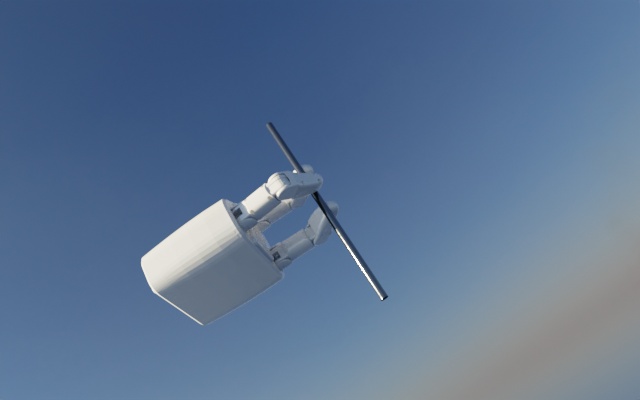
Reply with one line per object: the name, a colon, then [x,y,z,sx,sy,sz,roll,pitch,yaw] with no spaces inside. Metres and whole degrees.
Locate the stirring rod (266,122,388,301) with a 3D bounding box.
stirring rod: [0.000,0.002,0.496,0.011,0.239,0.011,-26,-28,-15]
